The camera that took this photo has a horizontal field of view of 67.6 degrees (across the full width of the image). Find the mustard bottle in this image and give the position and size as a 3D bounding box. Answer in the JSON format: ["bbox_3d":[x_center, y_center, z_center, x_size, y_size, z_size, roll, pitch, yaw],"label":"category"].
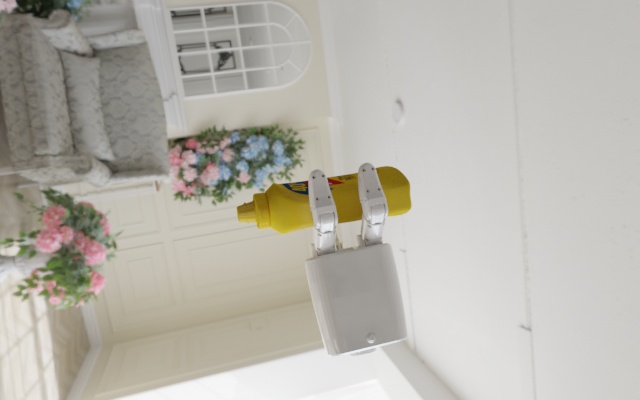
[{"bbox_3d":[0.000,0.001,0.552,0.191,0.058,0.096,-9,14,-13],"label":"mustard bottle"}]
